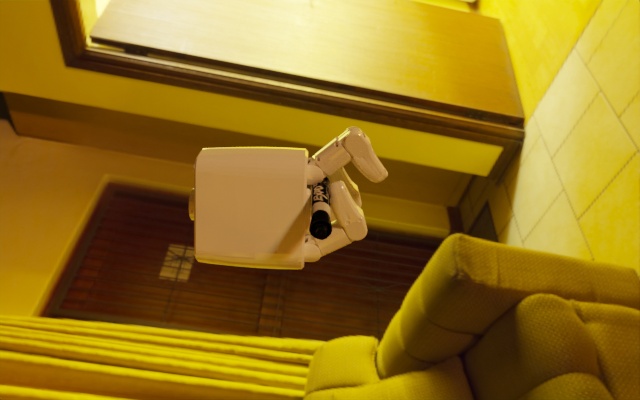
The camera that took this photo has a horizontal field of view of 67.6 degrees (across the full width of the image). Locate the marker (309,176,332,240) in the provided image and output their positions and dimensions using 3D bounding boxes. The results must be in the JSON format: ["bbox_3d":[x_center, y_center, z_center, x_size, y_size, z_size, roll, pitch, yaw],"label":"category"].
[{"bbox_3d":[0.000,0.001,0.436,0.020,0.020,0.121,0,24,0],"label":"marker"}]
